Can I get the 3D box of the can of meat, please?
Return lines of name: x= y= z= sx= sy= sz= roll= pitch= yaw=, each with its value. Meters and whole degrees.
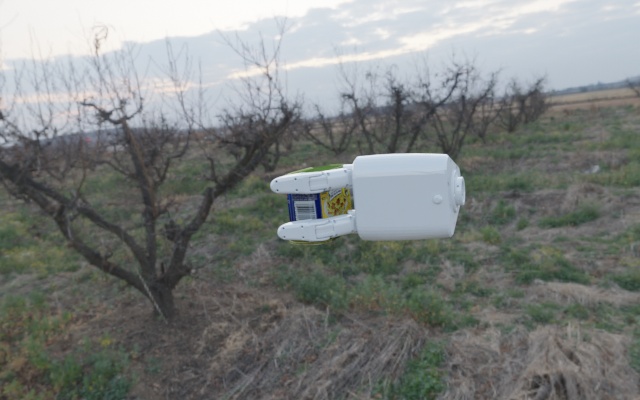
can of meat: x=0.000 y=0.002 z=0.599 sx=0.057 sy=0.084 sz=0.102 roll=0 pitch=11 yaw=28
